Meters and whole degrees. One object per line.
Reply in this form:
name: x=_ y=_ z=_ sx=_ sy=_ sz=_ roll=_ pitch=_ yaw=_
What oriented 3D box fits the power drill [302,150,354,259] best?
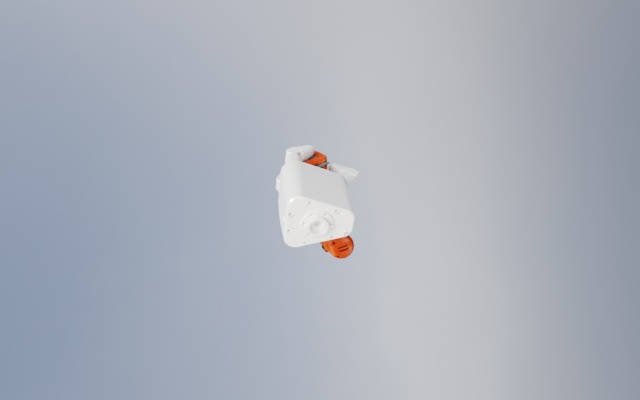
power drill: x=0.000 y=0.003 z=0.891 sx=0.057 sy=0.188 sz=0.184 roll=-22 pitch=16 yaw=-10
